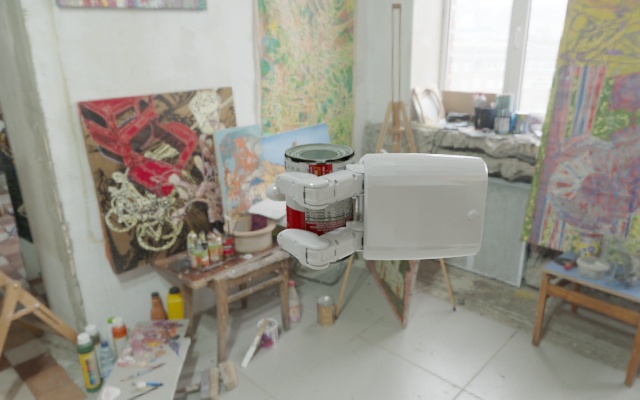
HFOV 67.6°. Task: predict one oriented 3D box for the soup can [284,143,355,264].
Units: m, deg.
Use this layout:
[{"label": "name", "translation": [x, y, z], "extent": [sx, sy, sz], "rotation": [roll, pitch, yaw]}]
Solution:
[{"label": "soup can", "translation": [0.000, 0.001, 0.460], "extent": [0.068, 0.102, 0.068], "rotation": [-1, 20, 0]}]
